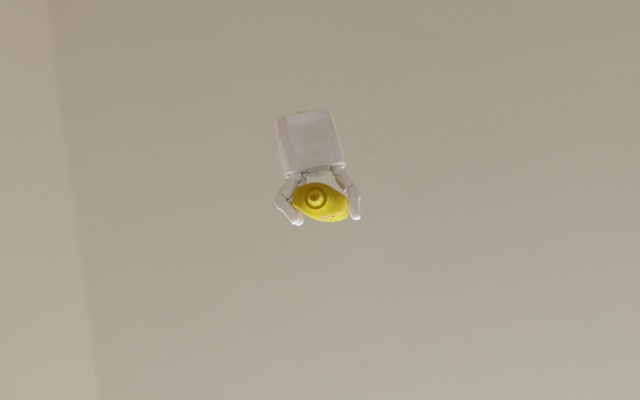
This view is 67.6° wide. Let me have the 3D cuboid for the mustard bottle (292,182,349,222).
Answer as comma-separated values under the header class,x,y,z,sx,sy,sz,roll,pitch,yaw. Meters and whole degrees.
class,x,y,z,sx,sy,sz,roll,pitch,yaw
mustard bottle,0.000,0.003,0.850,0.096,0.058,0.191,11,-5,7
